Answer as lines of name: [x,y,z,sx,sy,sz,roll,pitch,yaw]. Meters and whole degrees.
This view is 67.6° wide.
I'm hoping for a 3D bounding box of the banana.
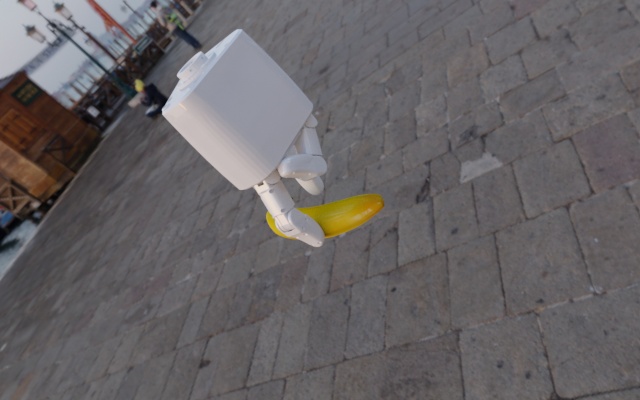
banana: [-0.012,0.016,0.551,0.037,0.069,0.198,45,-23,-28]
